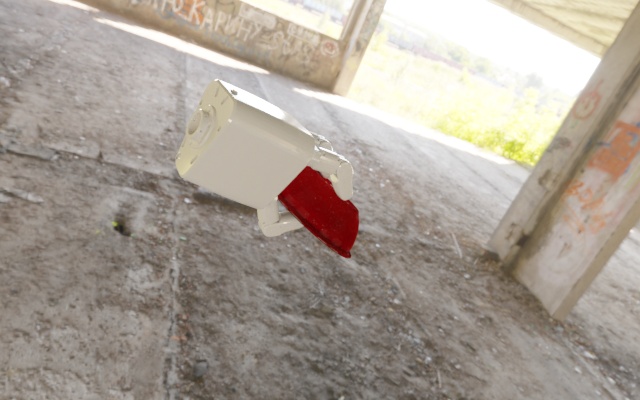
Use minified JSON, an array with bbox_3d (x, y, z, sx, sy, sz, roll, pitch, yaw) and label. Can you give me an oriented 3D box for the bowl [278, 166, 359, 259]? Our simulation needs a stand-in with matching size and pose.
[{"bbox_3d":[0.001,0.002,0.638,0.162,0.055,0.162,44,5,-5],"label":"bowl"}]
